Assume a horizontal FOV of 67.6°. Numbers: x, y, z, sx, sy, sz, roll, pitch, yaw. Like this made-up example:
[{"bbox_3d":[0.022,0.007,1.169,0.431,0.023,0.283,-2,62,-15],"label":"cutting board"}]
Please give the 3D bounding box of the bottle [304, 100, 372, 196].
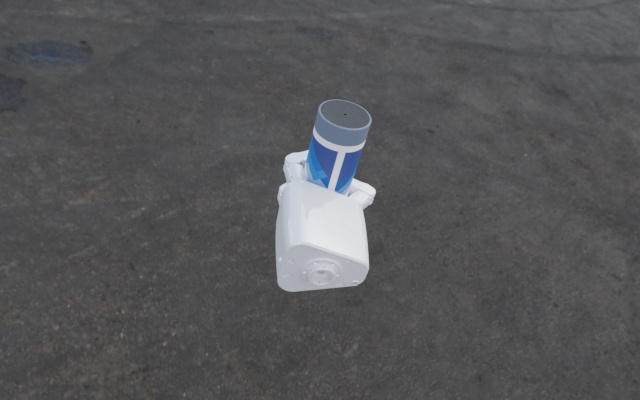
[{"bbox_3d":[0.000,0.002,0.675,0.069,0.296,0.069,9,41,-8],"label":"bottle"}]
